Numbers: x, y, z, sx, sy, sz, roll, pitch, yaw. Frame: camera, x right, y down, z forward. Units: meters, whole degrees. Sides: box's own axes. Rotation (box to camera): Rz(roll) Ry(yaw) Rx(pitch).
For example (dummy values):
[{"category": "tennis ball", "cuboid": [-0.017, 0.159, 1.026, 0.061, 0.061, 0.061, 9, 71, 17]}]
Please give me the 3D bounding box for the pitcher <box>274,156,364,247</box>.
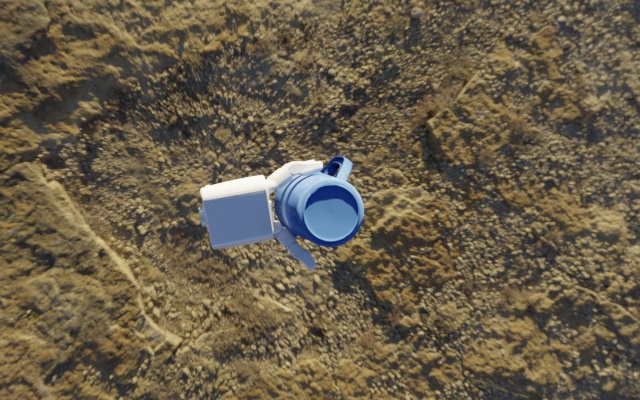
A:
[{"category": "pitcher", "cuboid": [0.000, 0.003, 0.842, 0.145, 0.149, 0.243, -11, 5, -10]}]
